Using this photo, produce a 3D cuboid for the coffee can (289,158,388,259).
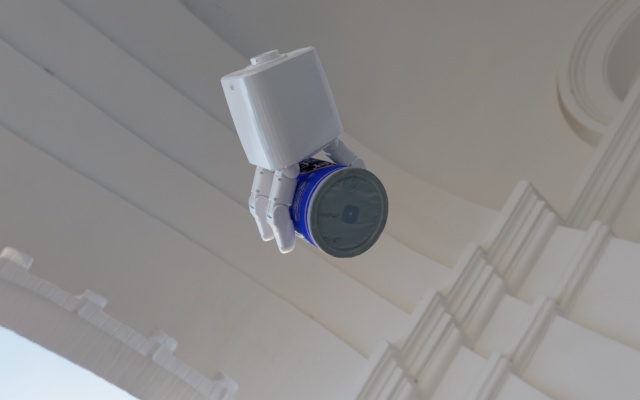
[{"bbox_3d":[0.000,0.002,0.581,0.103,0.103,0.140,0,11,-30],"label":"coffee can"}]
